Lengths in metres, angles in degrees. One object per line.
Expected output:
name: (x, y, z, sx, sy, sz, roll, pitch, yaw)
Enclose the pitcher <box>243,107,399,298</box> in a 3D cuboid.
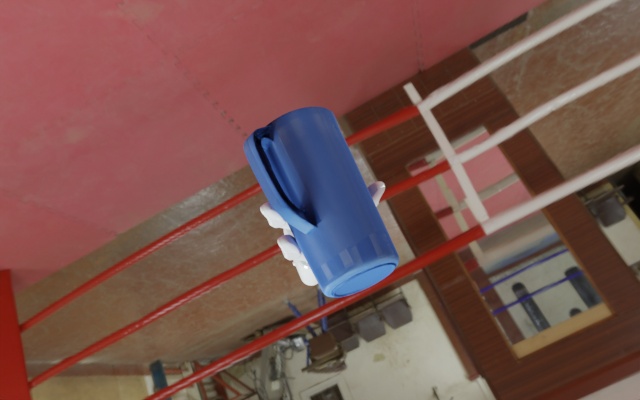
pitcher: (0.000, 0.002, 0.645, 0.149, 0.242, 0.145, -21, -24, -12)
